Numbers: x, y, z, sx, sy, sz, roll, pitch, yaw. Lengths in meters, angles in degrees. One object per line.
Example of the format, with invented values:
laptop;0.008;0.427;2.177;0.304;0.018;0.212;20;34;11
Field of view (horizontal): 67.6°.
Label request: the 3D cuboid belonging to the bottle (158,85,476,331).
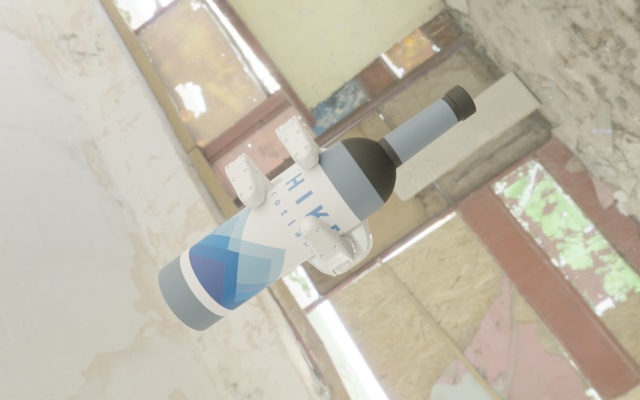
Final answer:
bottle;0.000;0.001;0.404;0.296;0.069;0.069;-35;-4;6
